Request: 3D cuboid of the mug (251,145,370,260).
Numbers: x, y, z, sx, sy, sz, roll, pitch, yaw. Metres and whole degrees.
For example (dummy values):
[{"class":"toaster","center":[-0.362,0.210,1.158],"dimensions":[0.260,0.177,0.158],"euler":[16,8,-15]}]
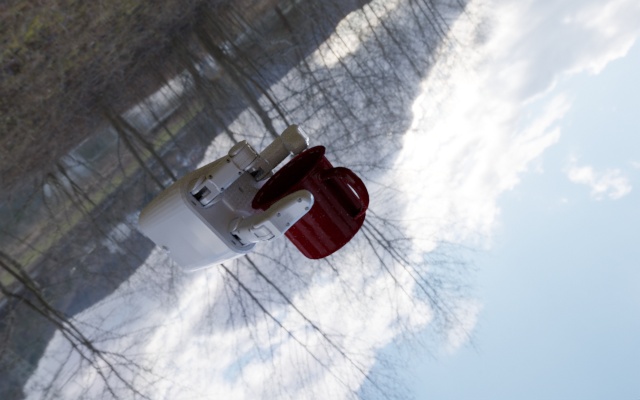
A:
[{"class":"mug","center":[0.001,0.001,0.473],"dimensions":[0.117,0.081,0.093],"euler":[-22,26,43]}]
